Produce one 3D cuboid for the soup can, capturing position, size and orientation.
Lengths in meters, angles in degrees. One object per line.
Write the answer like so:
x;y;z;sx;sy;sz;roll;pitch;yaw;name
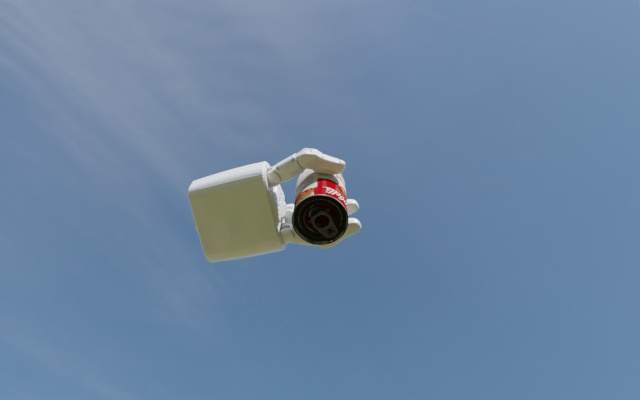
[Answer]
0.001;0.002;0.610;0.068;0.068;0.102;0;26;1;soup can
